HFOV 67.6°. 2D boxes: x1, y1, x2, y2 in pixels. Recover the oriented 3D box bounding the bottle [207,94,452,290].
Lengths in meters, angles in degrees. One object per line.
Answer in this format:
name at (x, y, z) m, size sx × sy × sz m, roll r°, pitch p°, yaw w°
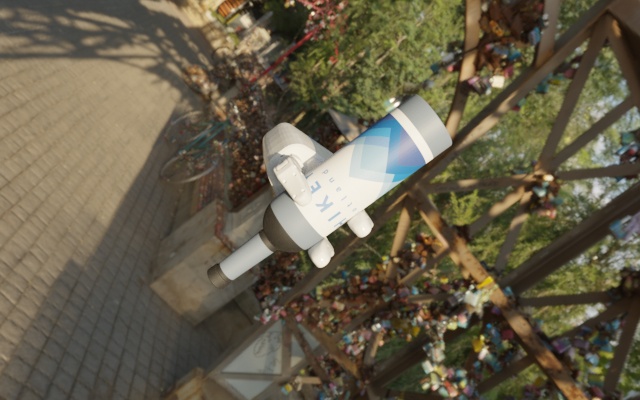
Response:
bottle at (0.000, 0.002, 0.516) m, size 0.296 × 0.069 × 0.069 m, roll -36°, pitch -4°, yaw 6°
